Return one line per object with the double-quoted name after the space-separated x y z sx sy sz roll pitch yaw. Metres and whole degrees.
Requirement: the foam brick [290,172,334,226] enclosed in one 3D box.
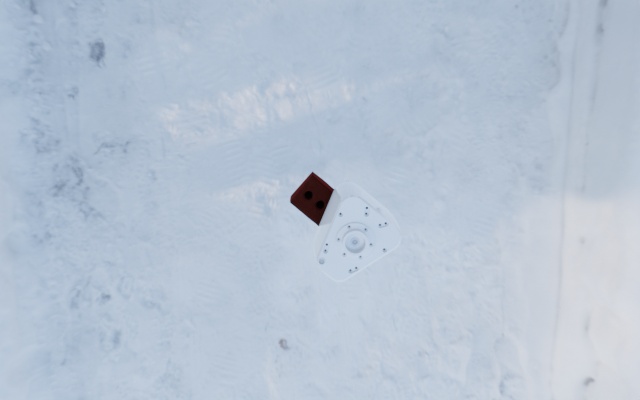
0.000 0.002 0.710 0.078 0.053 0.051 39 8 -6 "foam brick"
